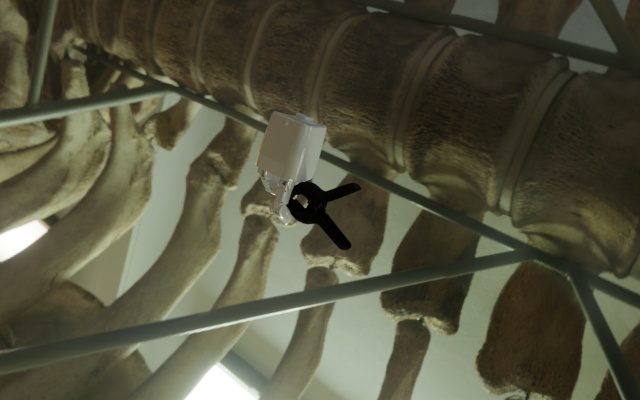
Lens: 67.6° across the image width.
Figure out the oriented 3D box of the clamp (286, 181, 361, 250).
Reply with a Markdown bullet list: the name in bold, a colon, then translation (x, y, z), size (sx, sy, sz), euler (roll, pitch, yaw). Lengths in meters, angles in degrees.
- **clamp**: translation (0.000, 0.003, 0.862), size (0.171, 0.120, 0.039), euler (27, 16, 29)
